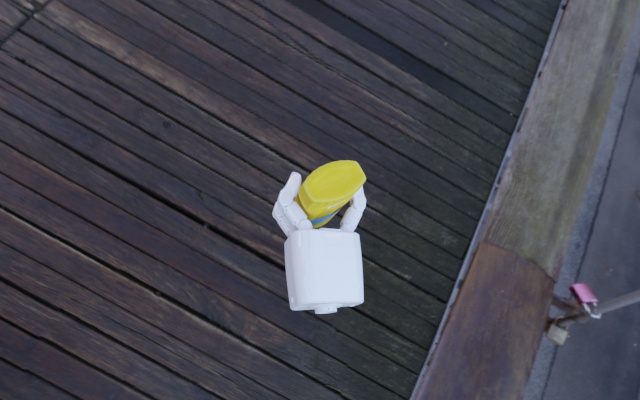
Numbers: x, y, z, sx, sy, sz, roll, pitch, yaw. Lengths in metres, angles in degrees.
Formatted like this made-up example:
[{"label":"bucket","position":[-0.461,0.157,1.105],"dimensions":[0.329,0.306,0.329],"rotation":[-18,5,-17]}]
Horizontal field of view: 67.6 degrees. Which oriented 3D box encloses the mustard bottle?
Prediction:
[{"label":"mustard bottle","position":[0.000,0.002,0.758],"dimensions":[0.096,0.058,0.192],"rotation":[-25,-11,-21]}]
